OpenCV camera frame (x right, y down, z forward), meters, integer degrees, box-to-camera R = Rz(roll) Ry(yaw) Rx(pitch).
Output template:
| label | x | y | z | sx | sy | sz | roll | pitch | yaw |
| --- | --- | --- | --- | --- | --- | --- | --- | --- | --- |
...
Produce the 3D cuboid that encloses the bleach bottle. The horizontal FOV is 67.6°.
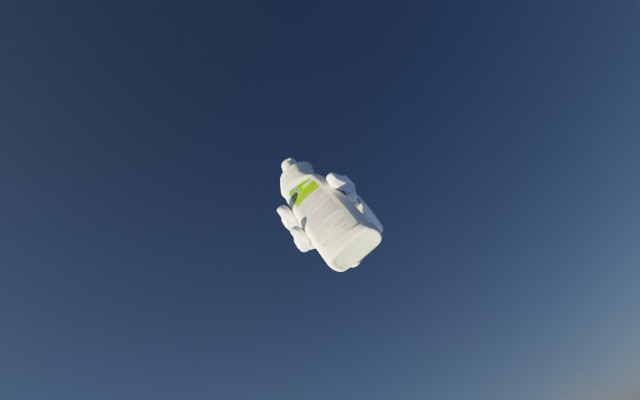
| label | x | y | z | sx | sy | sz | roll | pitch | yaw |
| --- | --- | --- | --- | --- | --- | --- | --- | --- | --- |
| bleach bottle | 0.000 | 0.003 | 0.842 | 0.068 | 0.102 | 0.250 | 42 | 10 | -50 |
